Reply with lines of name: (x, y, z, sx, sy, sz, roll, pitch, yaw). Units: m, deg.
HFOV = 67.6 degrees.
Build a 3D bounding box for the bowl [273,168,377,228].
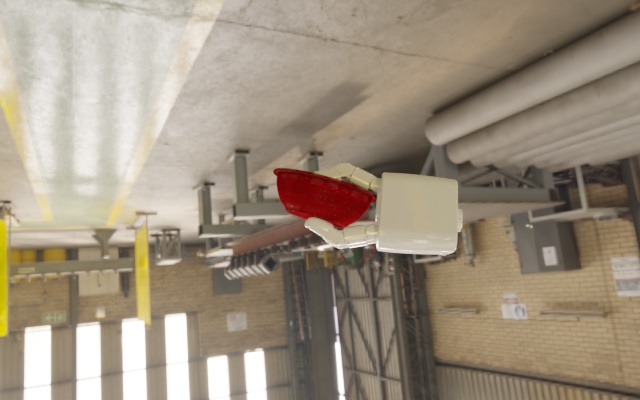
bowl: (-0.001, 0.002, 0.712, 0.162, 0.055, 0.162, 16, -7, 2)
